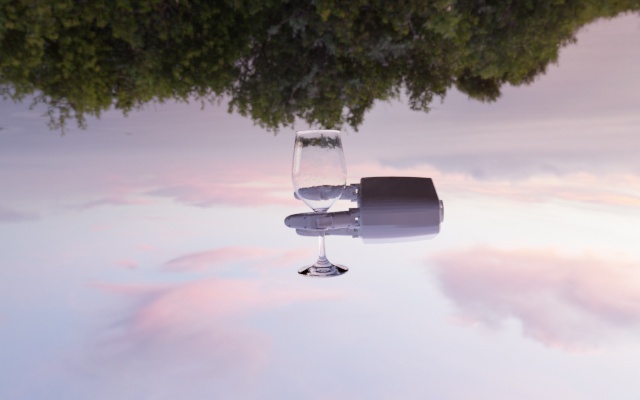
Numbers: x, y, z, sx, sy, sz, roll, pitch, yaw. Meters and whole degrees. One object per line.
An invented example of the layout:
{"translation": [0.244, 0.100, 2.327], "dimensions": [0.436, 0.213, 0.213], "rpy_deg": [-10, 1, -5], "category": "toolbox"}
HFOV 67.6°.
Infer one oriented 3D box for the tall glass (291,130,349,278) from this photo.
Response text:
{"translation": [0.000, 0.003, 0.674], "dimensions": [0.079, 0.201, 0.079], "rpy_deg": [-3, 6, 0], "category": "tall glass"}
